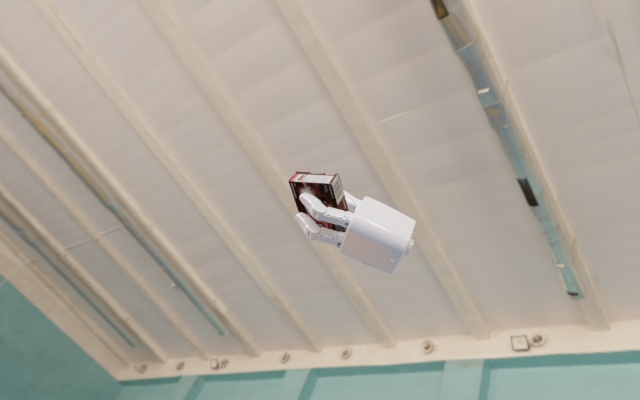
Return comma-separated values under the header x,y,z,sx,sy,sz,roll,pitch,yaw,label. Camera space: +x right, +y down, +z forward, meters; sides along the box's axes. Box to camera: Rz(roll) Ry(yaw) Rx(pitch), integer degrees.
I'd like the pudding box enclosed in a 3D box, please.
x,y,z,sx,sy,sz,roll,pitch,yaw,label
0.000,0.003,0.873,0.090,0.114,0.039,4,37,28,pudding box
